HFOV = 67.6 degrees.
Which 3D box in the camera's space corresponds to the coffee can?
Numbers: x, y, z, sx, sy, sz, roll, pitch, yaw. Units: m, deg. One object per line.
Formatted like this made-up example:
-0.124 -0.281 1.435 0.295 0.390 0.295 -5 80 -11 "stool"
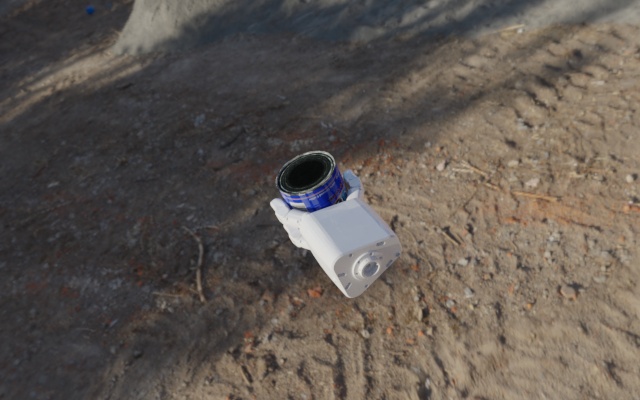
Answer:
0.000 0.003 0.801 0.103 0.102 0.140 0 -44 29 "coffee can"
